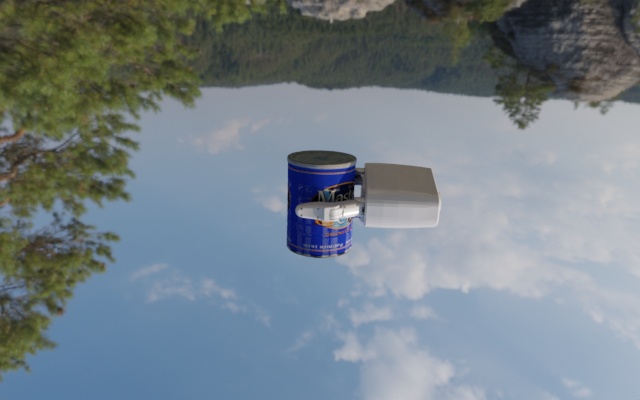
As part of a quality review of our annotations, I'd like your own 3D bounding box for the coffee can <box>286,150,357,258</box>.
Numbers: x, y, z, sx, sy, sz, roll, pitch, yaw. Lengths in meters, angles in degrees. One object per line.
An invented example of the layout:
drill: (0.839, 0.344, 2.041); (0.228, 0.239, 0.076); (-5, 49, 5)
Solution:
coffee can: (0.000, 0.002, 0.722); (0.103, 0.140, 0.102); (2, 17, -1)
